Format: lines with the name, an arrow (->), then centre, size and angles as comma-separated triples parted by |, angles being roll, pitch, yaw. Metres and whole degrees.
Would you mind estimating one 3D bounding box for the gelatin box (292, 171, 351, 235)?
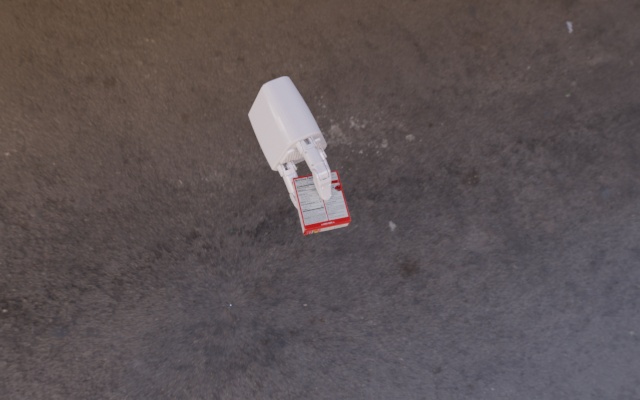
gelatin box -> 0.000, 0.003, 0.741 | 0.073, 0.089, 0.030 | -11, -18, -11
